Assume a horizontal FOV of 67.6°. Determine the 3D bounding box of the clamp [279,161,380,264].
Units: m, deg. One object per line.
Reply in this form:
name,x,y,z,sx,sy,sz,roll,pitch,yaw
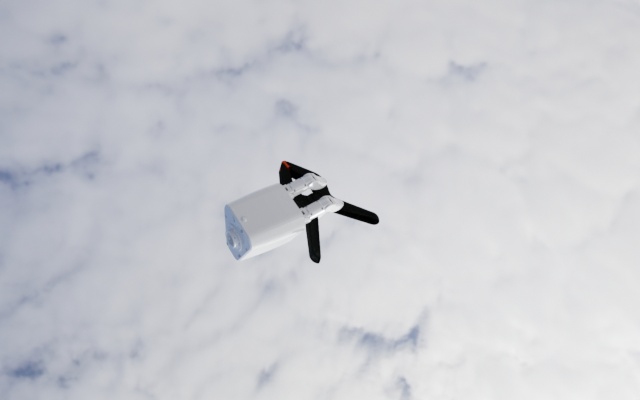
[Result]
clamp,-0.001,0.003,0.890,0.164,0.210,0.036,-22,-26,-31
